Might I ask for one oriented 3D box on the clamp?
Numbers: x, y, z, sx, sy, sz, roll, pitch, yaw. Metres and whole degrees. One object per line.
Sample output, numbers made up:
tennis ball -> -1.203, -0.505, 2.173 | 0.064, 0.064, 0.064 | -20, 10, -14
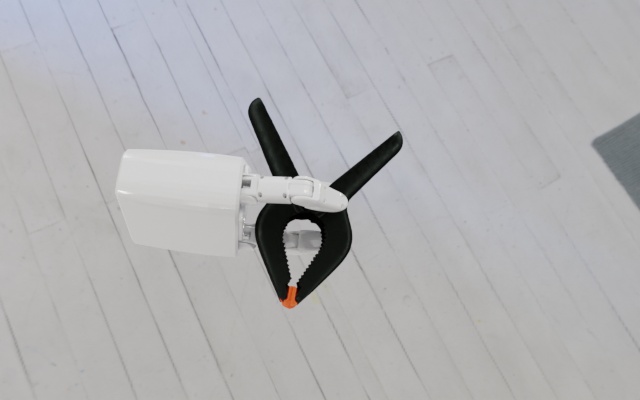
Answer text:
clamp -> 0.000, 0.002, 0.473 | 0.164, 0.210, 0.036 | 6, -18, -5
